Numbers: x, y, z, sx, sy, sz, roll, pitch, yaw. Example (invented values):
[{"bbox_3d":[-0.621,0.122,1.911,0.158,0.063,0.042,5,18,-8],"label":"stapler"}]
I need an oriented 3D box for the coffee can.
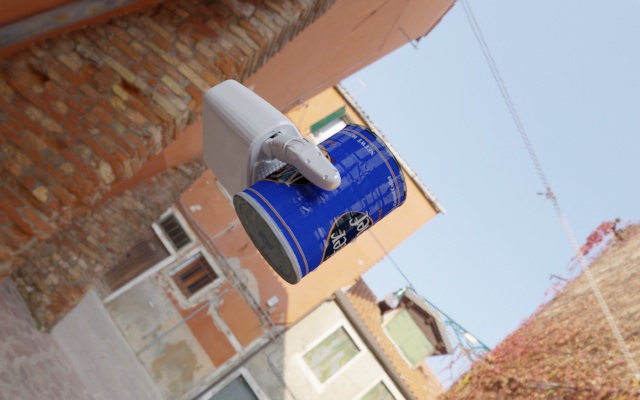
[{"bbox_3d":[0.000,0.002,0.475,0.140,0.103,0.103,-34,13,-20],"label":"coffee can"}]
